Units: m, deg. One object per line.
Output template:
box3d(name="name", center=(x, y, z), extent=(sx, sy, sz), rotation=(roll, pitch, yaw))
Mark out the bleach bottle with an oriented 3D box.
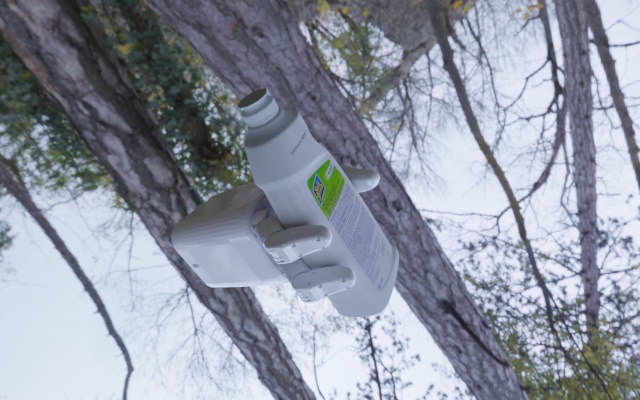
box3d(name="bleach bottle", center=(0.000, 0.002, 0.465), extent=(0.068, 0.251, 0.102), rotation=(-11, 37, 28))
